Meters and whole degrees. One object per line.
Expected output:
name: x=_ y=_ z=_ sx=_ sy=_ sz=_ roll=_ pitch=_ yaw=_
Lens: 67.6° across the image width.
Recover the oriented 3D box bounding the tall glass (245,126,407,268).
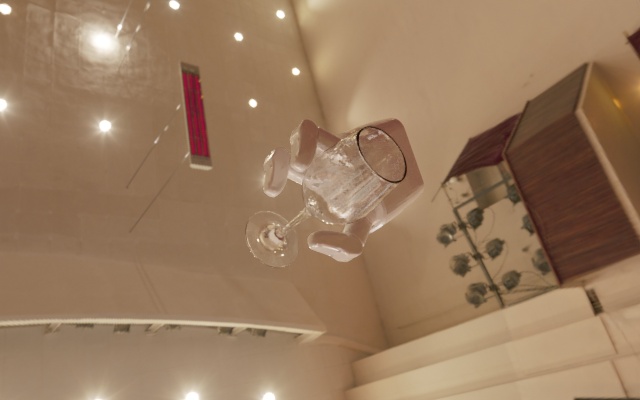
tall glass: x=0.000 y=0.002 z=0.509 sx=0.079 sy=0.079 sz=0.201 roll=0 pitch=-27 yaw=-40
